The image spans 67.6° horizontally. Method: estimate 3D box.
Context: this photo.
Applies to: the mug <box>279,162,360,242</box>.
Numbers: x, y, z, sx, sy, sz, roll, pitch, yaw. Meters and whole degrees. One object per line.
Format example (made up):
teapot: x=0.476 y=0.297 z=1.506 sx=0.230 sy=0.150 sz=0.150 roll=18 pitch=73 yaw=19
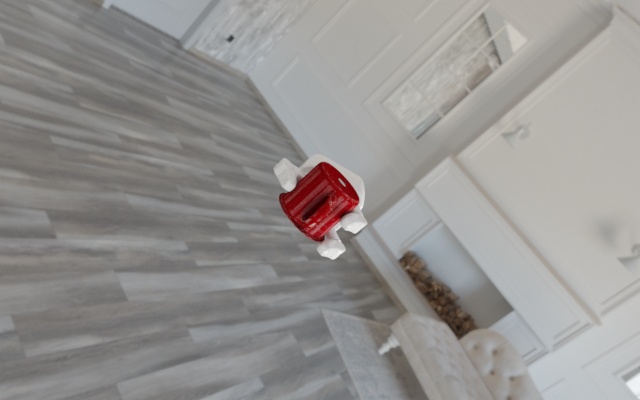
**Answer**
mug: x=0.000 y=0.002 z=0.671 sx=0.081 sy=0.093 sz=0.117 roll=-42 pitch=8 yaw=16
